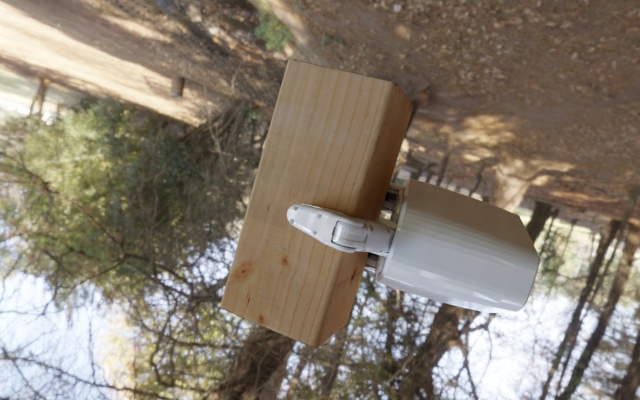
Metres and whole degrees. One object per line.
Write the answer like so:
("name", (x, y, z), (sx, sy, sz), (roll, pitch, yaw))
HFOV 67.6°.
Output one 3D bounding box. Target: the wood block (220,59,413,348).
("wood block", (0.000, 0.002, 0.403), (0.090, 0.206, 0.091), (18, 5, 18))
